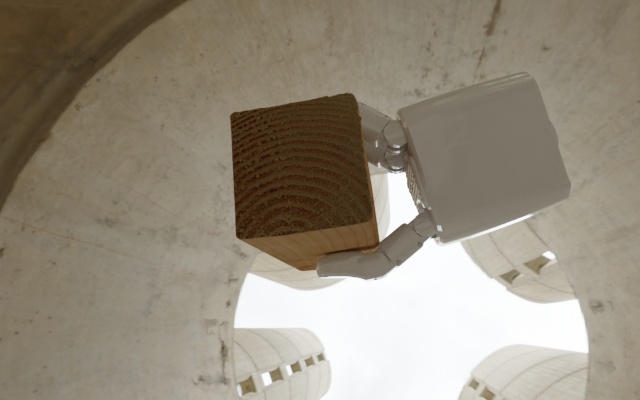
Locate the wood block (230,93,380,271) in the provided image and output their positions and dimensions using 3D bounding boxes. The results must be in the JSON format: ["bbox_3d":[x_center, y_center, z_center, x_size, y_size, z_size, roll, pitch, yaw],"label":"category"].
[{"bbox_3d":[0.001,0.002,0.406,0.090,0.090,0.206,-8,-15,7],"label":"wood block"}]
